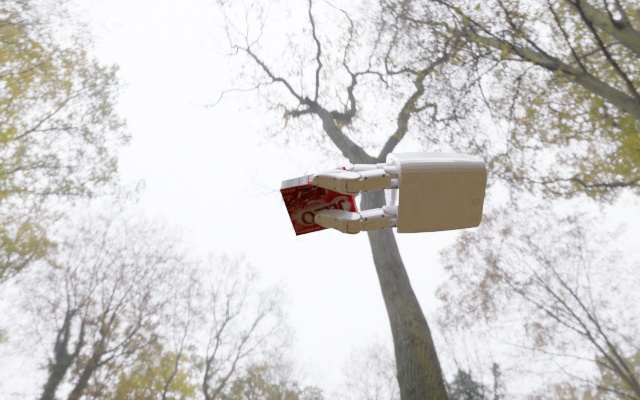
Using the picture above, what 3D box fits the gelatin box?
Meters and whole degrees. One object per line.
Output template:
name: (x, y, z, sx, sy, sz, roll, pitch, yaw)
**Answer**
gelatin box: (0.000, 0.002, 0.618, 0.089, 0.073, 0.030, -12, 28, 10)
